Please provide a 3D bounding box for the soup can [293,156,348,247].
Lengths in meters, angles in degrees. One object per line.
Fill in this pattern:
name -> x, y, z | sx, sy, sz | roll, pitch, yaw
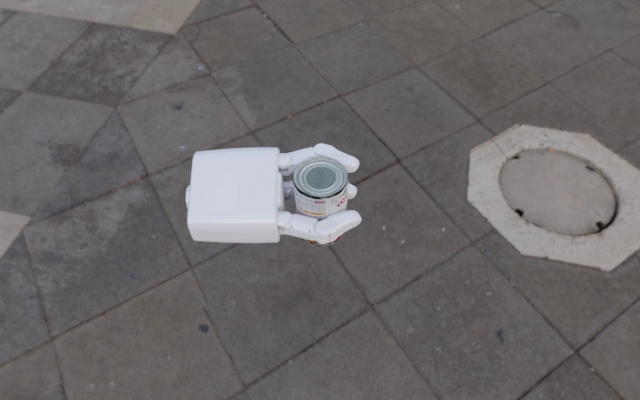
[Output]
soup can -> 0.001, 0.002, 0.601 | 0.068, 0.068, 0.102 | 0, -39, 1
